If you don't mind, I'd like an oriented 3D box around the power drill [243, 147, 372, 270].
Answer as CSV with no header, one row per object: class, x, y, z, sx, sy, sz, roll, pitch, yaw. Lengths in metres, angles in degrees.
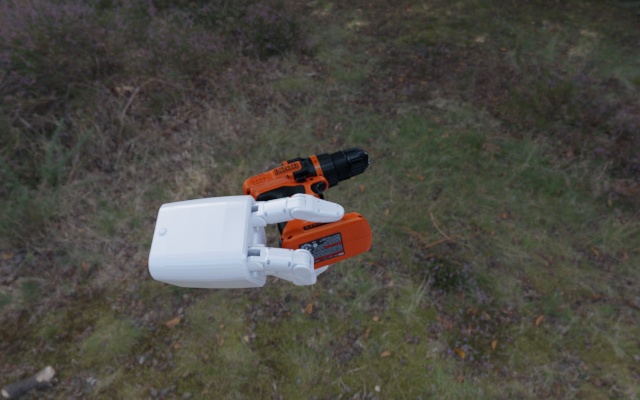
power drill,0.000,0.002,0.620,0.184,0.057,0.187,-20,34,-5
